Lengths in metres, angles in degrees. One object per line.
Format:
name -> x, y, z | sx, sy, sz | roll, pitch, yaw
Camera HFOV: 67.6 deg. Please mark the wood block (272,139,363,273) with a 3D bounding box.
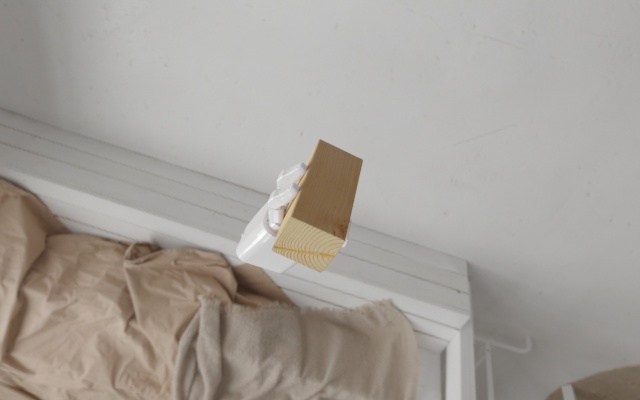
wood block -> 0.000, 0.003, 0.793 | 0.091, 0.206, 0.090 | 25, -48, -8
